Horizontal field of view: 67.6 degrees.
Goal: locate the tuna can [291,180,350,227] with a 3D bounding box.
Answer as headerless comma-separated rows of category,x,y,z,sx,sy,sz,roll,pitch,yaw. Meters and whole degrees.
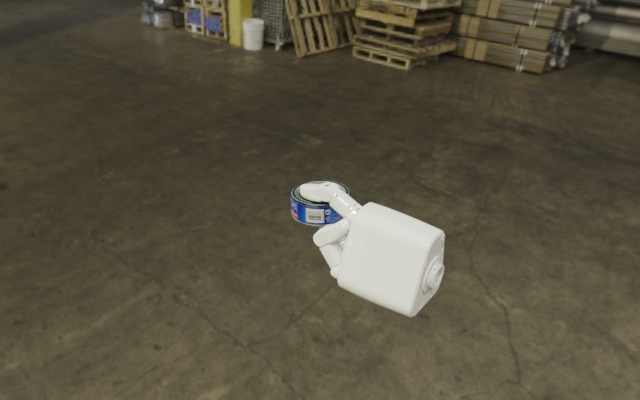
tuna can,0.000,0.002,0.687,0.086,0.034,0.086,-1,27,0
